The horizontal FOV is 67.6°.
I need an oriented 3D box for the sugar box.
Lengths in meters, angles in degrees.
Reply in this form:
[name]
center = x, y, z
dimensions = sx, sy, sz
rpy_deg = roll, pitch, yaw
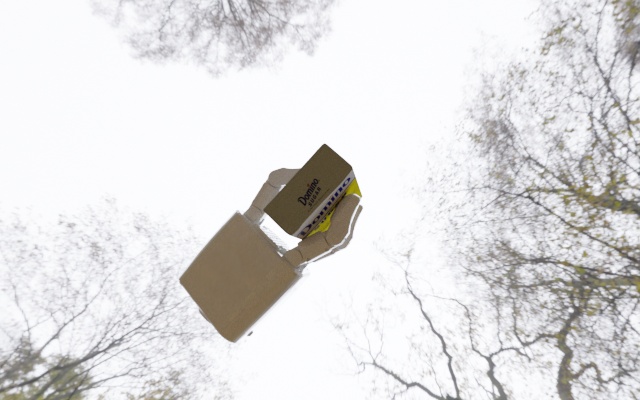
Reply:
[sugar box]
center = 0.000, 0.002, 0.544
dimensions = 0.048, 0.093, 0.176
rpy_deg = 42, 0, 9
